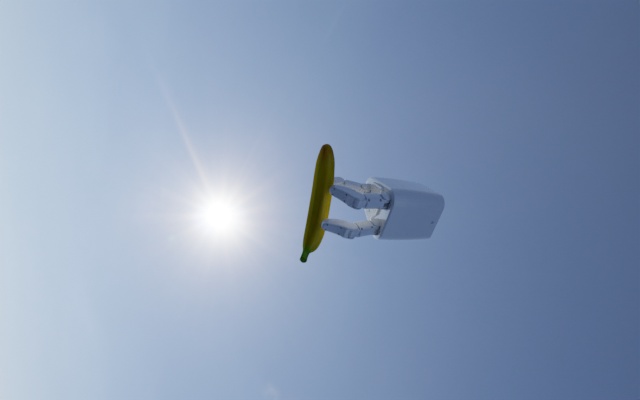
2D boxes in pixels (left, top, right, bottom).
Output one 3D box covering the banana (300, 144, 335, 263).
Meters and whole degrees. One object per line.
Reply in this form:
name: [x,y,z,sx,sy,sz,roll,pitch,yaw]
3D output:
banana: [0.000,0.003,0.799,0.037,0.198,0.069,10,8,-1]
